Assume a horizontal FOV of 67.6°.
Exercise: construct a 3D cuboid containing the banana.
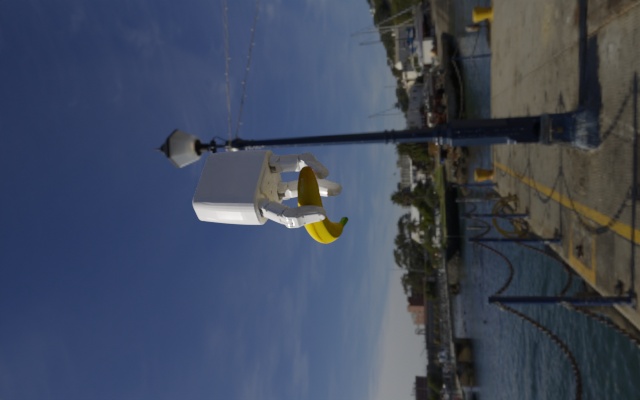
[{"bbox_3d":[-0.002,0.021,0.735,0.037,0.069,0.198,3,-23,20],"label":"banana"}]
